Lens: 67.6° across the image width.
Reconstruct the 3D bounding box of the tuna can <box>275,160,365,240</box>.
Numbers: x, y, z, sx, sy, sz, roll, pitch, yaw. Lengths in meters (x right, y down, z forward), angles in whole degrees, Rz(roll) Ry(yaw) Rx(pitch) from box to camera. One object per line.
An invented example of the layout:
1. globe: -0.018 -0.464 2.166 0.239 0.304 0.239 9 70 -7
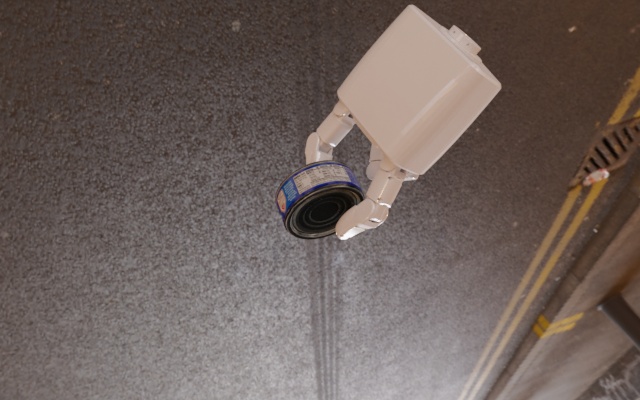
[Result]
1. tuna can: 0.000 0.002 0.477 0.086 0.033 0.086 -15 -36 -11
